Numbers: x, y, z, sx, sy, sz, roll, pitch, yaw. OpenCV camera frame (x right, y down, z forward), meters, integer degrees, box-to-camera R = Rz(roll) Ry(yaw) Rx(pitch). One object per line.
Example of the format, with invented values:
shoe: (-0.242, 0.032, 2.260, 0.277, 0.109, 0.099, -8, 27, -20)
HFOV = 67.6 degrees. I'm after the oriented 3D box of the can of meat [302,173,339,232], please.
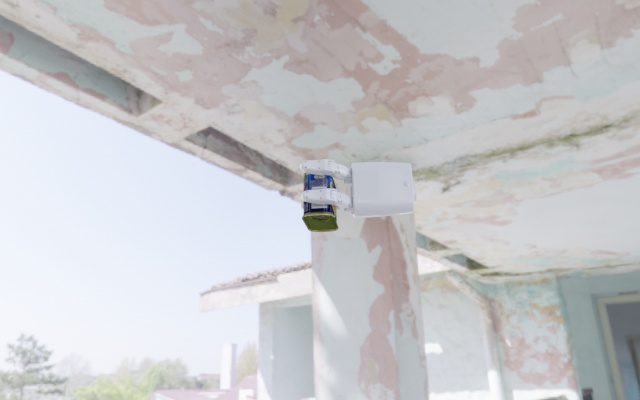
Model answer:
can of meat: (0.000, 0.003, 0.860, 0.057, 0.084, 0.102, -3, -20, 8)
